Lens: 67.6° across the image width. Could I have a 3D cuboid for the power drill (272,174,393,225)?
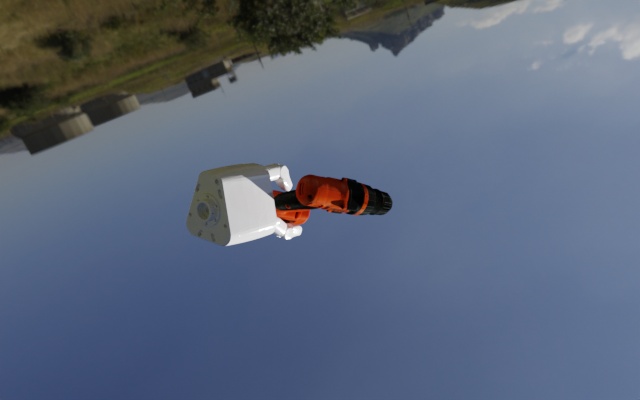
[{"bbox_3d":[0.000,0.003,0.790,0.184,0.057,0.187,12,-16,-39],"label":"power drill"}]
